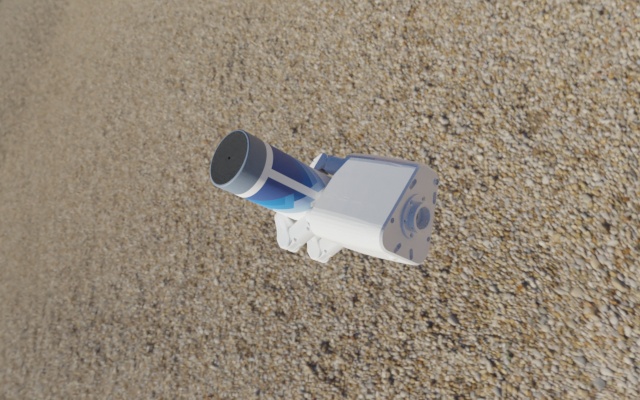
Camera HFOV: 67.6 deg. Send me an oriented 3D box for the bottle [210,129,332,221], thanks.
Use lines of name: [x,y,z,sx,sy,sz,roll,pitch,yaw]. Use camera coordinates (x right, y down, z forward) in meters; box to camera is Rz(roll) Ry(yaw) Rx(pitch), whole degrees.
bottle: [0.000,0.002,0.605,0.069,0.069,0.296,0,-19,44]
